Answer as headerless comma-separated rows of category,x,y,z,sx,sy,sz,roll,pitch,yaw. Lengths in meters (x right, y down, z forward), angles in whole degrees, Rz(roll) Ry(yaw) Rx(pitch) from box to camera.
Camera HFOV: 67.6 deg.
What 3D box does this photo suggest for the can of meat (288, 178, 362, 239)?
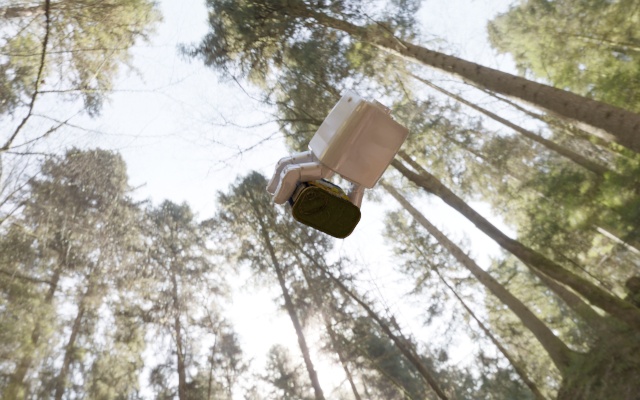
can of meat,0.000,0.002,0.708,0.102,0.057,0.084,25,16,-24
